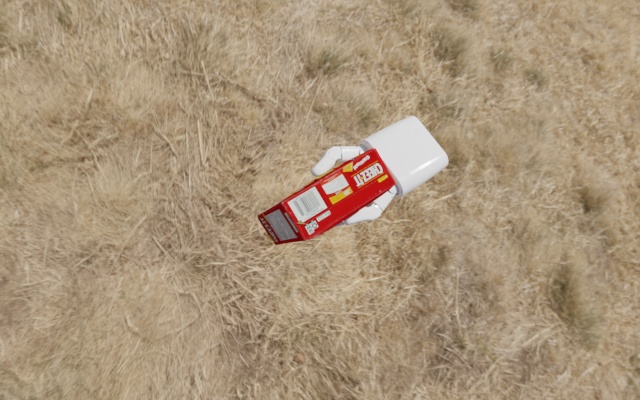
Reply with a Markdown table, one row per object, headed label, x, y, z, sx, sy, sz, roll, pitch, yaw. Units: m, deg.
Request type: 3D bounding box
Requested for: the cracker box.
| label | x | y | z | sx | sy | sz | roll | pitch | yaw |
| --- | --- | --- | --- | --- | --- | --- | --- | --- | --- |
| cracker box | 0.000 | 0.002 | 0.762 | 0.164 | 0.072 | 0.214 | -32 | 2 | -18 |
